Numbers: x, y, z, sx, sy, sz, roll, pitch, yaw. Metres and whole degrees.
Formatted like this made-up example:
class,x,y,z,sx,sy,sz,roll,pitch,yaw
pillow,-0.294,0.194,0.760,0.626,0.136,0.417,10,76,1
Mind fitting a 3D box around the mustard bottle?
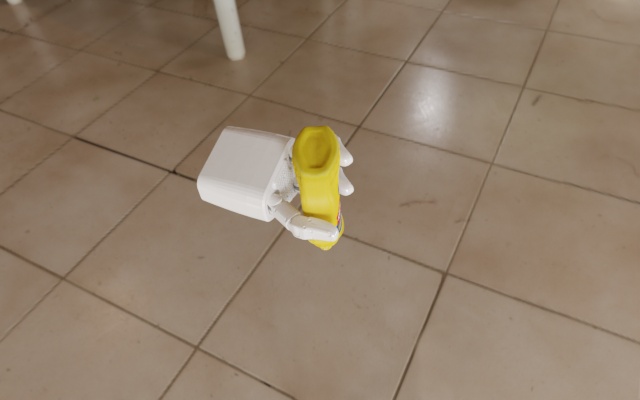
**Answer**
class,x,y,z,sx,sy,sz,roll,pitch,yaw
mustard bottle,0.000,0.002,0.636,0.058,0.096,0.192,-4,-43,2
